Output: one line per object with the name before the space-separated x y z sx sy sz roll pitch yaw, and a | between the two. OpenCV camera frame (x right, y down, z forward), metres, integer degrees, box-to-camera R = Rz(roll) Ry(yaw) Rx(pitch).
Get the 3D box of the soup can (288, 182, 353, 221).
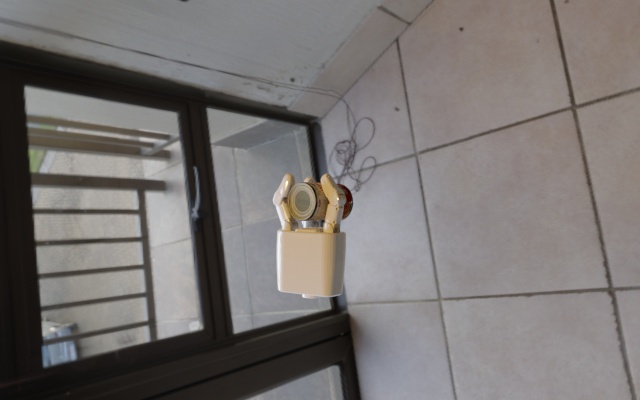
soup can | 0.000 0.002 0.834 0.068 0.068 0.102 0 -1 40
